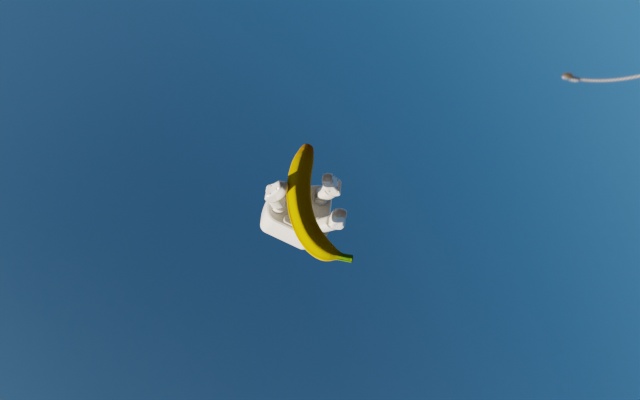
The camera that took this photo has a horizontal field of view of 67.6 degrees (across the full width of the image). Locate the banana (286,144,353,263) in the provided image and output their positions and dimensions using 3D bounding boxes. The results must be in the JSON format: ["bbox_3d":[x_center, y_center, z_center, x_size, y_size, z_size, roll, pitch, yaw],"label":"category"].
[{"bbox_3d":[-0.016,0.010,0.721,0.069,0.197,0.037,-16,-13,-15],"label":"banana"}]
